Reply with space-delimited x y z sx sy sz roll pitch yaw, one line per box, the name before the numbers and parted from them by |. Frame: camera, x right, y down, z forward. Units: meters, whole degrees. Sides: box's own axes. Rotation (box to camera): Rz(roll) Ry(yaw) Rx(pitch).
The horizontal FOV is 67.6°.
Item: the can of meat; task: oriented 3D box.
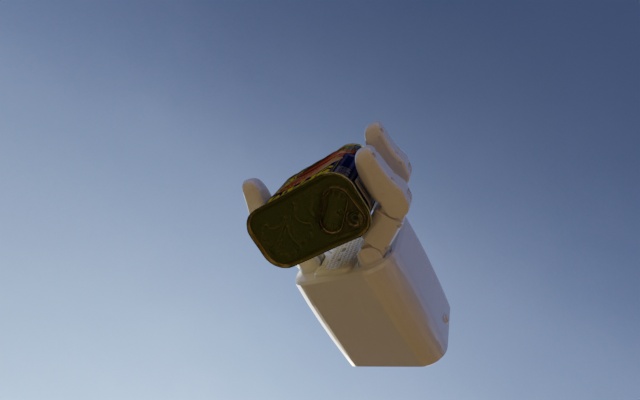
can of meat | 0.000 0.001 0.406 0.102 0.057 0.084 -27 13 26
